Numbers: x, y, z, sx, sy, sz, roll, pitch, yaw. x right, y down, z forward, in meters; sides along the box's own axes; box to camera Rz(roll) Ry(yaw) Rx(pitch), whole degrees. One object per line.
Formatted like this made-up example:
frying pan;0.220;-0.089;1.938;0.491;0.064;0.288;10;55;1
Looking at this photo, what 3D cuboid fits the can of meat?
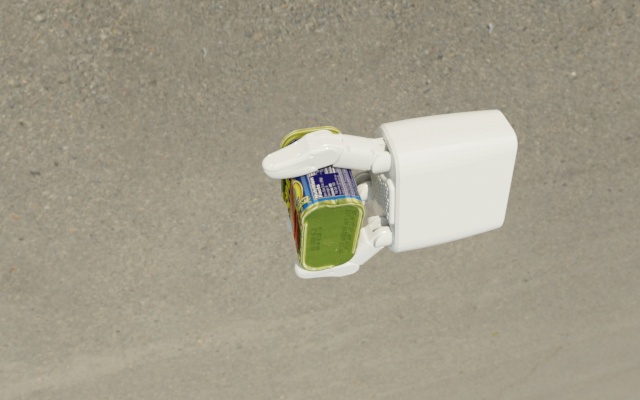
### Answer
can of meat;0.000;0.002;0.420;0.057;0.084;0.102;-8;-38;-10
